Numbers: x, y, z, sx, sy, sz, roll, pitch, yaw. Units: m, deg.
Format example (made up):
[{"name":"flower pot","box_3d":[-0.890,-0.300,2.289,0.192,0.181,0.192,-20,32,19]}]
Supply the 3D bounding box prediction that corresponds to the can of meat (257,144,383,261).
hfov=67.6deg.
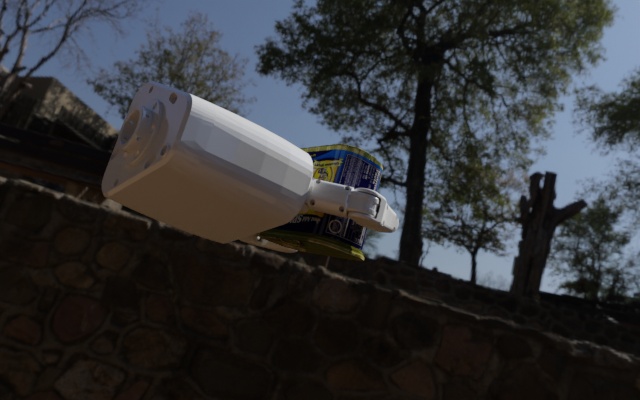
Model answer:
[{"name":"can of meat","box_3d":[0.000,0.001,0.413,0.057,0.084,0.102,25,-15,-38]}]
